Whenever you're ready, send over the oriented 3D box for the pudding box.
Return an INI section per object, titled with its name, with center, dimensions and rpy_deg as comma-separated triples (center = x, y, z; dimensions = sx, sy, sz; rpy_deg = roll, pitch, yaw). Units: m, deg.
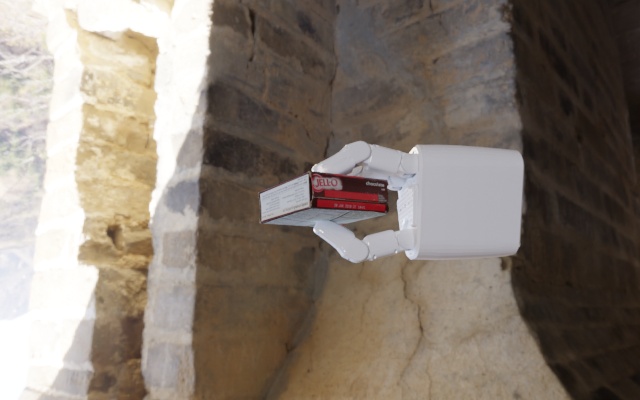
[pudding box]
center = 0.000, 0.002, 0.482
dimensions = 0.090, 0.039, 0.113
rpy_deg = 6, -14, -31
